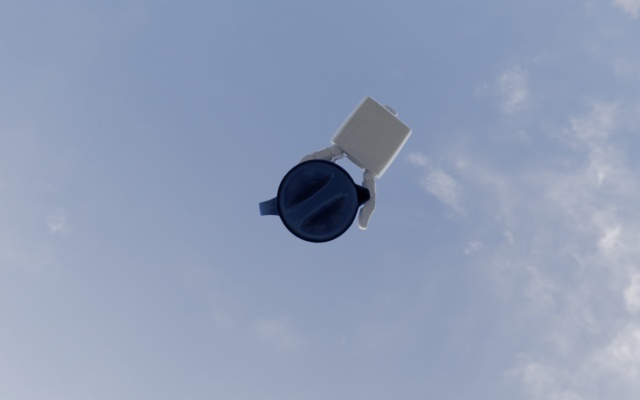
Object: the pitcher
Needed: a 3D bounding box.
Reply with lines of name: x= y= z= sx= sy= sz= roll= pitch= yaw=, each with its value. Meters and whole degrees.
pitcher: x=0.000 y=0.003 z=0.869 sx=0.149 sy=0.145 sz=0.243 roll=36 pitch=4 yaw=7
